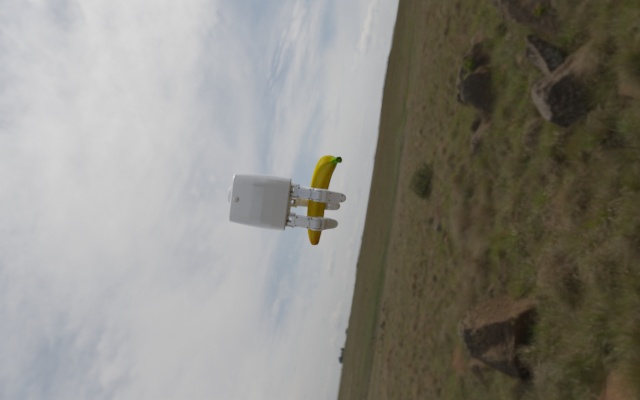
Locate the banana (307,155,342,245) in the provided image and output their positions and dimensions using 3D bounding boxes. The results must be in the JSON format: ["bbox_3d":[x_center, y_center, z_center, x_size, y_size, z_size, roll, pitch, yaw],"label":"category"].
[{"bbox_3d":[-0.001,-0.010,0.914,0.037,0.198,0.069,6,30,-12],"label":"banana"}]
